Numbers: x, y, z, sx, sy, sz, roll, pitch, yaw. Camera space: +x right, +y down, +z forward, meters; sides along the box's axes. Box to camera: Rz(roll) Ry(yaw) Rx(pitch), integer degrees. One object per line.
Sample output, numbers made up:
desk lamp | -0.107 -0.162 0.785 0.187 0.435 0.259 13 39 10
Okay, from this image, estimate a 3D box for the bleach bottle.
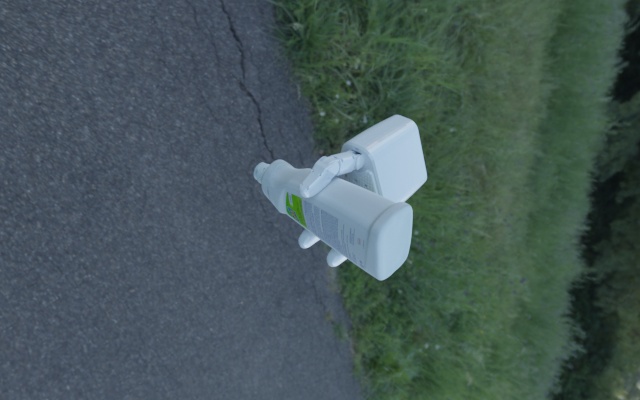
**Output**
bleach bottle | 0.000 0.002 0.630 0.250 0.103 0.068 30 51 35
